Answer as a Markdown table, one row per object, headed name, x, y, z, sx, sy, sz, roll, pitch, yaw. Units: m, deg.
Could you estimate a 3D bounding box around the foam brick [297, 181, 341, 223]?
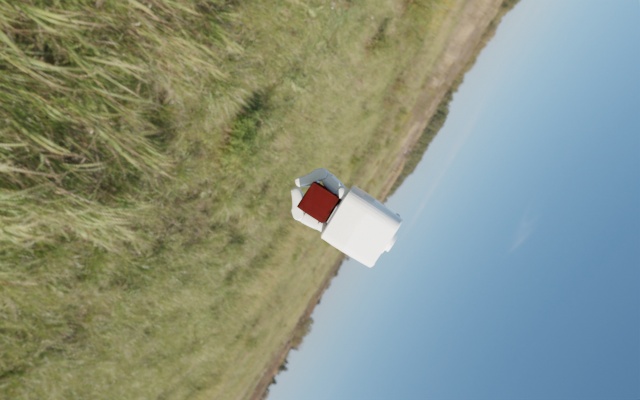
| name | x | y | z | sx | sy | sz | roll | pitch | yaw |
| --- | --- | --- | --- | --- | --- | --- | --- | --- | --- |
| foam brick | 0.000 | 0.003 | 0.828 | 0.051 | 0.053 | 0.078 | 34 | 5 | 6 |
